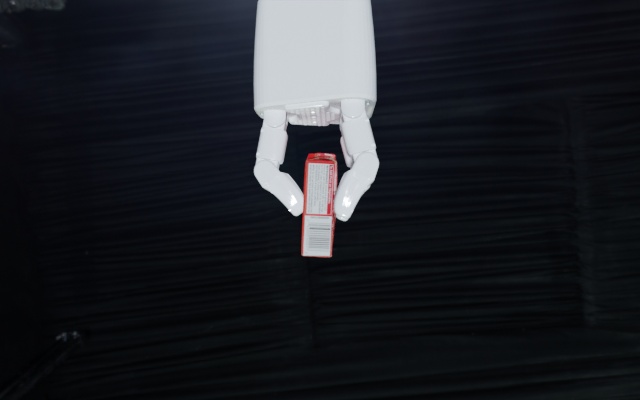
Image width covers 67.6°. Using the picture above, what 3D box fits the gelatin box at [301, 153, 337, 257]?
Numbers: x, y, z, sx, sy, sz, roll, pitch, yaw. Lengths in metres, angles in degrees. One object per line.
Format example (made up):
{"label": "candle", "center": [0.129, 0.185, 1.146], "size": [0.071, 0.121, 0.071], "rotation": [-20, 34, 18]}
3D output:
{"label": "gelatin box", "center": [0.000, 0.002, 0.450], "size": [0.030, 0.089, 0.073], "rotation": [3, 9, 1]}
